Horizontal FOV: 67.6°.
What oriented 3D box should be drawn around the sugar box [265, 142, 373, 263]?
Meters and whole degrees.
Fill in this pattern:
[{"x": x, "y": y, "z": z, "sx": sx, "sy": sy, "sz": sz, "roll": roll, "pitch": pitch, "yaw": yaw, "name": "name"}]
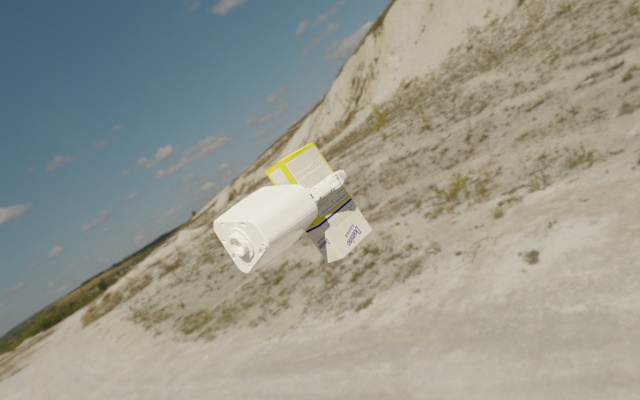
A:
[{"x": 0.000, "y": 0.003, "z": 0.755, "sx": 0.048, "sy": 0.176, "sz": 0.093, "roll": -26, "pitch": 8, "yaw": 46, "name": "sugar box"}]
